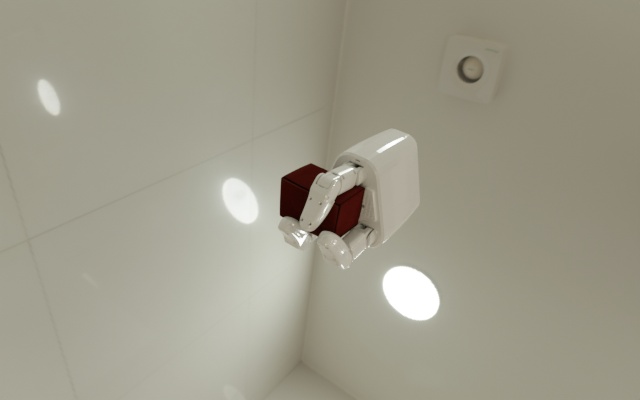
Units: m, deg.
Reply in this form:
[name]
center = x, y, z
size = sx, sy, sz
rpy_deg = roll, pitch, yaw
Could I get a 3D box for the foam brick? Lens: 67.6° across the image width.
[foam brick]
center = 0.000, 0.002, 0.531
size = 0.078, 0.053, 0.051
rpy_deg = 27, 38, 26
